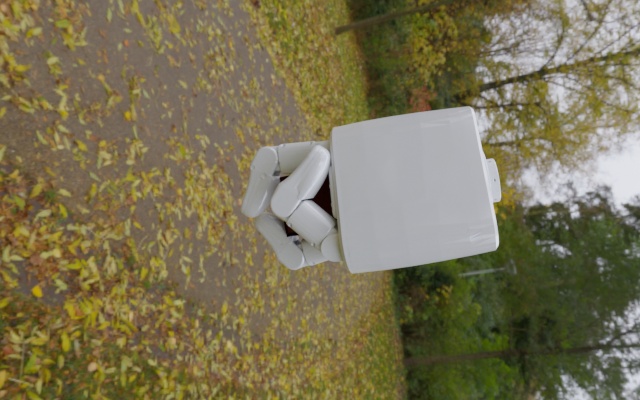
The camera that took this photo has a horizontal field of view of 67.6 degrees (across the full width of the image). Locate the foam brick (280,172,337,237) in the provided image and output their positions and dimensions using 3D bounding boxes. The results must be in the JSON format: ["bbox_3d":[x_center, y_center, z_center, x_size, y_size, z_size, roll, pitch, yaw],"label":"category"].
[{"bbox_3d":[0.000,0.001,0.428,0.051,0.053,0.078,-10,0,13],"label":"foam brick"}]
